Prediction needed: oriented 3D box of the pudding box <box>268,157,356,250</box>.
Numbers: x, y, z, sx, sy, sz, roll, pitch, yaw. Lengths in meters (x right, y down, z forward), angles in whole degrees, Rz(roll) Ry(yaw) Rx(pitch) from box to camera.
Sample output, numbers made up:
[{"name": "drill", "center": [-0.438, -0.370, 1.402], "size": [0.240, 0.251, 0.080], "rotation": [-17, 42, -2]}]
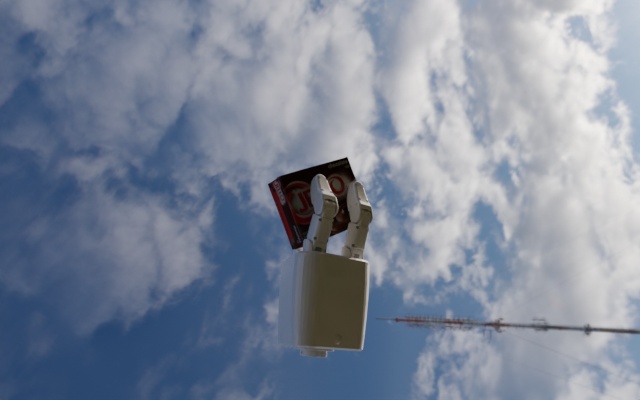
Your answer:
[{"name": "pudding box", "center": [0.000, 0.002, 0.606], "size": [0.113, 0.090, 0.039], "rotation": [-19, -2, -37]}]
